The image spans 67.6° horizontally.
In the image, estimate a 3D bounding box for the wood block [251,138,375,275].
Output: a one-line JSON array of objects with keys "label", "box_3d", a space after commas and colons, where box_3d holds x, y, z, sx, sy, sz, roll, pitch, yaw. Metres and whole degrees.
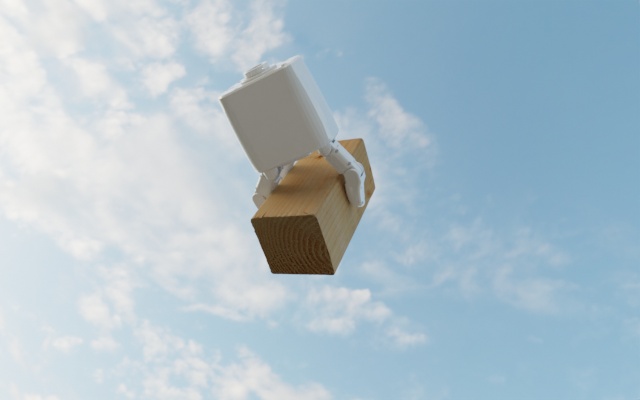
[{"label": "wood block", "box_3d": [0.000, 0.002, 0.652, 0.091, 0.090, 0.206, -3, 31, 25]}]
